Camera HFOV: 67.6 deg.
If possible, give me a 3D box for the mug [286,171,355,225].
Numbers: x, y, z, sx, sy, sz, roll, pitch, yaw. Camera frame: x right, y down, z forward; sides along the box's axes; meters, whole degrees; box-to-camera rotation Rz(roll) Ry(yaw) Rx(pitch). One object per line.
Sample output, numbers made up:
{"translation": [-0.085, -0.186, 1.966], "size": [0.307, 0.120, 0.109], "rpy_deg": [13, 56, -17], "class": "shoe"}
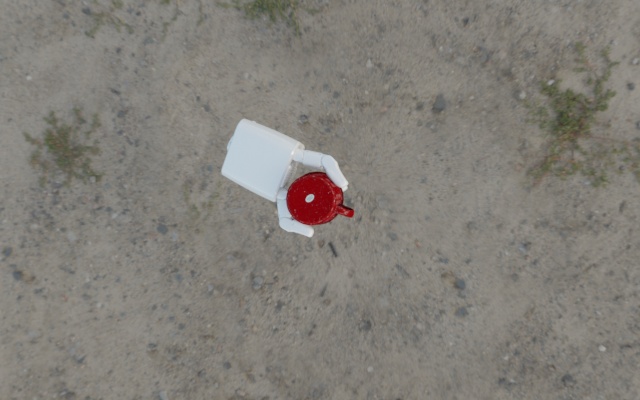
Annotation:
{"translation": [0.001, 0.003, 0.788], "size": [0.117, 0.093, 0.081], "rpy_deg": [24, 5, 5], "class": "mug"}
